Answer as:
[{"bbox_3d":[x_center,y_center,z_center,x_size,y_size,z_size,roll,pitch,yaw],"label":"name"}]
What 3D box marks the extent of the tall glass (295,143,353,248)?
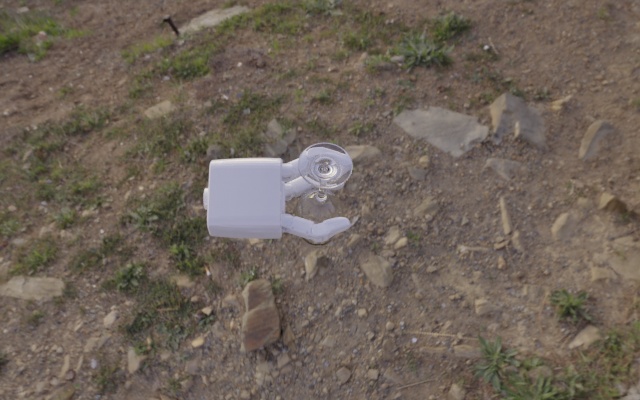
[{"bbox_3d":[0.000,0.002,0.726,0.079,0.079,0.201,0,-31,-4],"label":"tall glass"}]
